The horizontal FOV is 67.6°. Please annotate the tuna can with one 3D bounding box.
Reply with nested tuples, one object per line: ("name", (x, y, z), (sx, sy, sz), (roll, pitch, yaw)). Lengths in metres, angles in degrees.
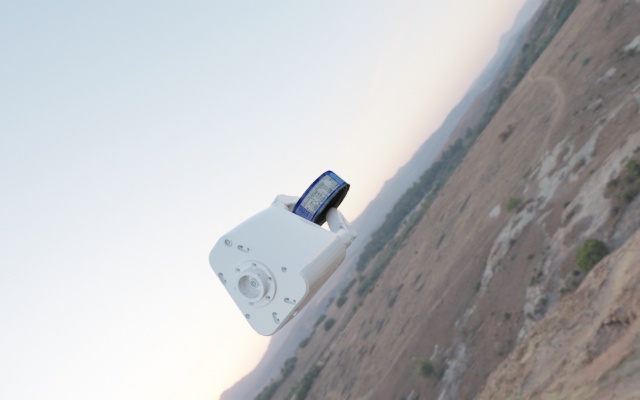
("tuna can", (0.000, 0.002, 0.630), (0.033, 0.086, 0.086), (39, 9, 11))
